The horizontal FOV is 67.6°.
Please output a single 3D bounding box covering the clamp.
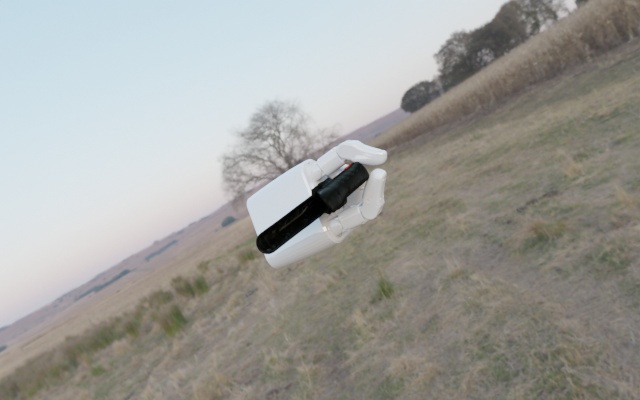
[{"bbox_3d":[0.000,0.001,0.536,0.120,0.039,0.171,-29,3,29],"label":"clamp"}]
